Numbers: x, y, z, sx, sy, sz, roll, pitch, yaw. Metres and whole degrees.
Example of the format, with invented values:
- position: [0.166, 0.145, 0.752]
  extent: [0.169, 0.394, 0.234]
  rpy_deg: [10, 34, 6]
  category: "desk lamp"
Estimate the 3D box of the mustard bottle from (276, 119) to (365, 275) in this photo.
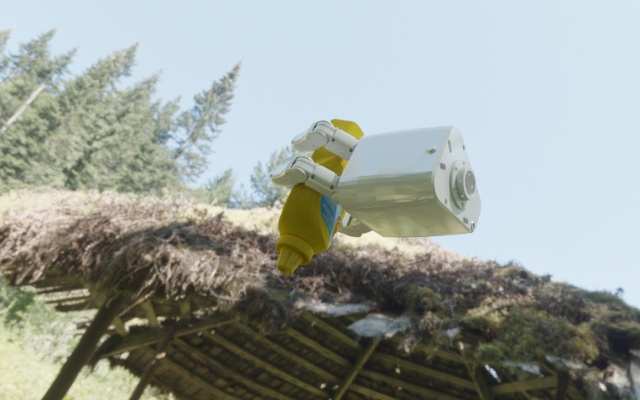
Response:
- position: [0.000, 0.002, 0.552]
  extent: [0.058, 0.191, 0.096]
  rpy_deg: [14, -34, 21]
  category: "mustard bottle"
